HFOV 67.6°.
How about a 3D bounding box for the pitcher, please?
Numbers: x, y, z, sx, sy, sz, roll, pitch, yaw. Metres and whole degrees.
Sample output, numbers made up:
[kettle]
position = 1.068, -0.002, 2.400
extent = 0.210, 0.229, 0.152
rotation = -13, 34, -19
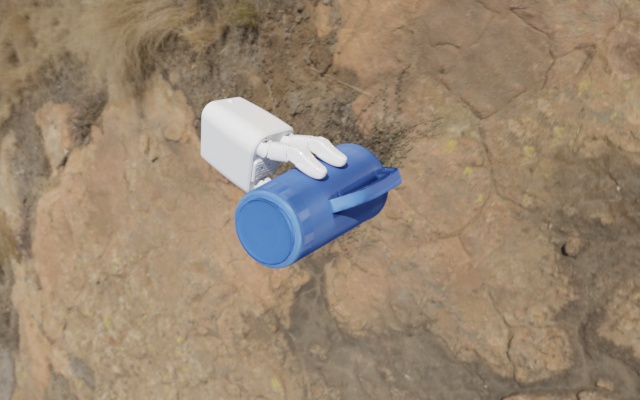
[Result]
[pitcher]
position = 0.000, 0.002, 0.689
extent = 0.145, 0.149, 0.242
rotation = 37, 33, 17
